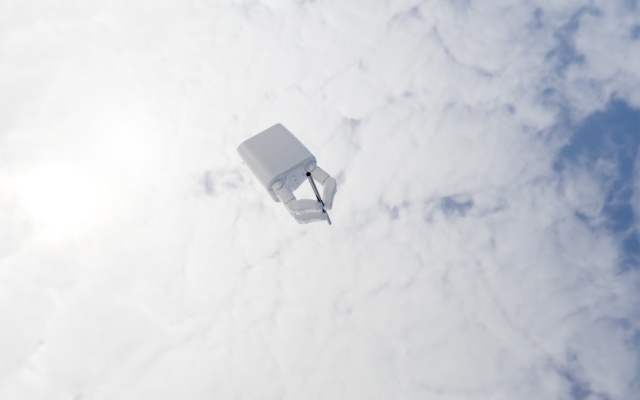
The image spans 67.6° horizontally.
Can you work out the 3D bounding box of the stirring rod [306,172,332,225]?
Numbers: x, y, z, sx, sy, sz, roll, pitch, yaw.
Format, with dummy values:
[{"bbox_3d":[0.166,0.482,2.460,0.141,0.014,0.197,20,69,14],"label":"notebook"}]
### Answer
[{"bbox_3d":[0.000,0.003,0.833,0.011,0.011,0.240,0,-21,9],"label":"stirring rod"}]
